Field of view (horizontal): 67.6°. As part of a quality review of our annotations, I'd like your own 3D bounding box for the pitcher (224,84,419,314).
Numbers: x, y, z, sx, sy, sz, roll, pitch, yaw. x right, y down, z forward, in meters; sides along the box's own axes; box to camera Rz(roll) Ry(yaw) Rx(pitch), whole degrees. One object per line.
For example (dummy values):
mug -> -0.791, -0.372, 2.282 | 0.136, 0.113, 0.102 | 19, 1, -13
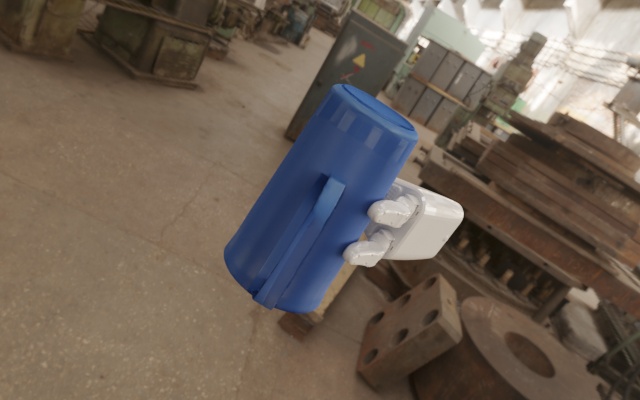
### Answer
pitcher -> 0.000, 0.002, 0.530 | 0.145, 0.243, 0.149 | 12, 28, -44
